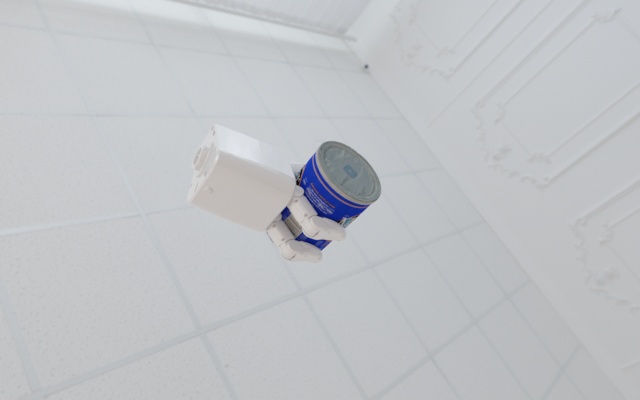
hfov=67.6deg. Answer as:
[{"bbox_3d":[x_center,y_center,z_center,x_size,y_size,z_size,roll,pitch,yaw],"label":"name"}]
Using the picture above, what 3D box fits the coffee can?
[{"bbox_3d":[0.000,0.002,0.658,0.103,0.102,0.140,0,-36,-44],"label":"coffee can"}]
